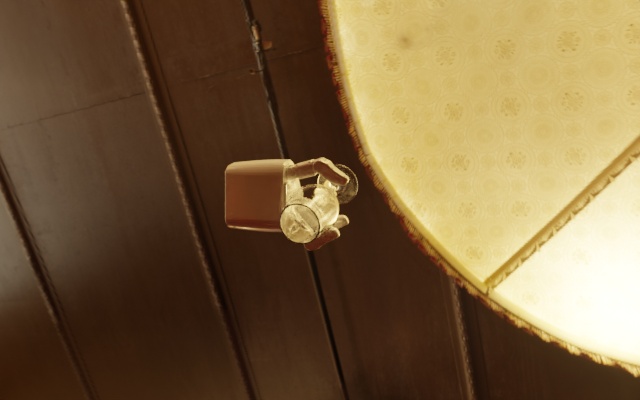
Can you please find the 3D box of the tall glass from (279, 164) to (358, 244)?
[{"bbox_3d":[0.000,0.002,0.762,0.079,0.079,0.201,0,18,18],"label":"tall glass"}]
